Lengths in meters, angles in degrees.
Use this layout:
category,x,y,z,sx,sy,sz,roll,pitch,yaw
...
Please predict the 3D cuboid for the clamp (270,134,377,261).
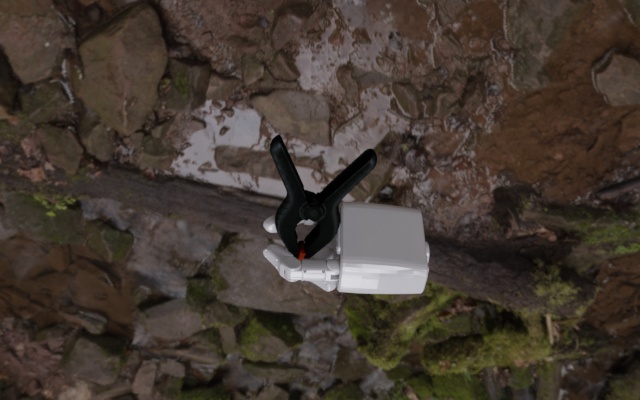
category,x,y,z,sx,sy,sz,roll,pitch,yaw
clamp,0.000,0.002,0.565,0.120,0.172,0.039,3,36,-2
